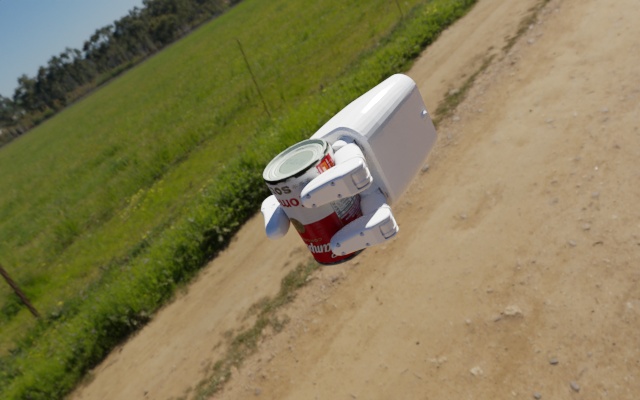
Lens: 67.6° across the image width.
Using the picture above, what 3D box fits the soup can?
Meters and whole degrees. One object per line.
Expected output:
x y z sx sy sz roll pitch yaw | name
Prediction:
0.000 0.002 0.447 0.068 0.102 0.068 -24 27 13 | soup can
